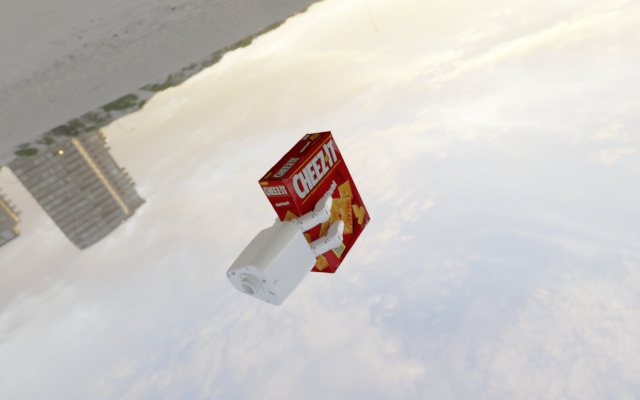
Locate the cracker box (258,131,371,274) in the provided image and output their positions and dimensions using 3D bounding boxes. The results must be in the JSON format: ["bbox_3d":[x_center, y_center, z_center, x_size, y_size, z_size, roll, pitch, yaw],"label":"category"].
[{"bbox_3d":[0.000,0.003,0.890,0.072,0.214,0.164,-2,36,40],"label":"cracker box"}]
